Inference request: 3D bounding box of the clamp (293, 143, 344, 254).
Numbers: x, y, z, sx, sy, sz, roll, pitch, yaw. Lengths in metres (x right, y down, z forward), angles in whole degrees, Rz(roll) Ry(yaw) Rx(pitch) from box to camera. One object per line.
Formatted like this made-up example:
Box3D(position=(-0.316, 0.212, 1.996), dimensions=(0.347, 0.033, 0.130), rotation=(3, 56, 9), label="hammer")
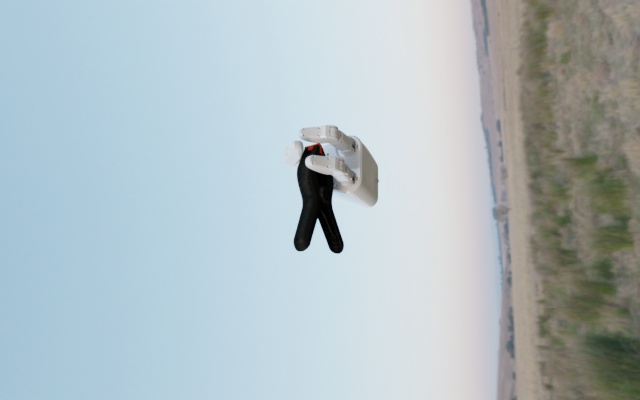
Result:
Box3D(position=(0.000, 0.002, 0.722), dimensions=(0.039, 0.171, 0.120), rotation=(-5, -18, 25), label="clamp")
